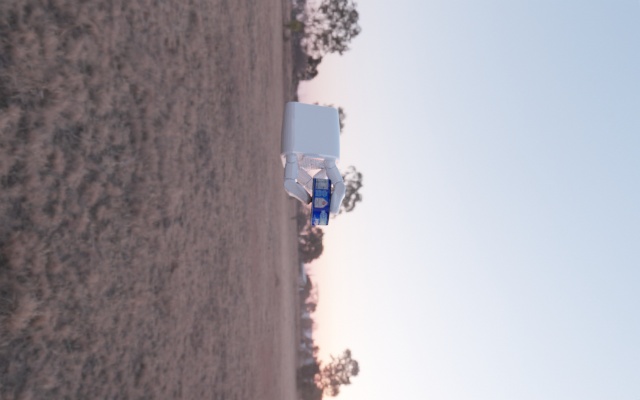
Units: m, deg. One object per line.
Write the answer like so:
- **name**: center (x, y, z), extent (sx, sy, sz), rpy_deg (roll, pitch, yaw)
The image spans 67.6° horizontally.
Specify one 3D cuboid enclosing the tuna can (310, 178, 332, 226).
- **tuna can**: center (0.001, 0.003, 0.852), extent (0.034, 0.086, 0.086), rpy_deg (4, 0, -1)
